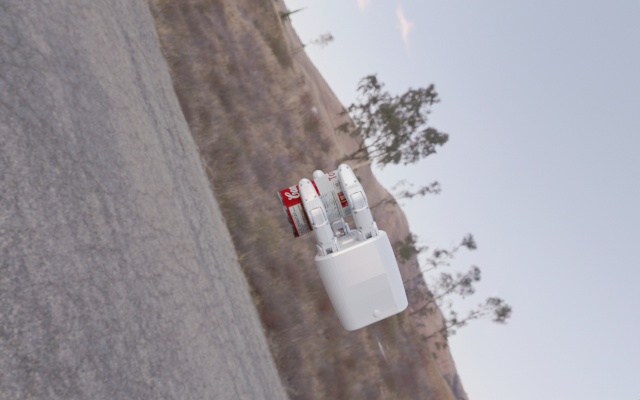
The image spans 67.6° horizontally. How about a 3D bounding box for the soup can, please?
[{"bbox_3d":[0.000,0.002,0.654,0.102,0.068,0.068,-21,1,-4],"label":"soup can"}]
